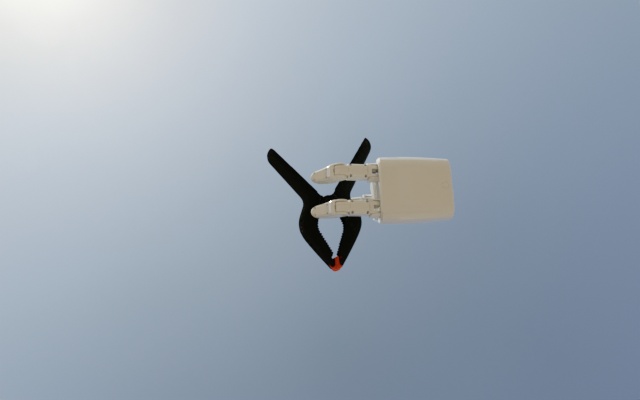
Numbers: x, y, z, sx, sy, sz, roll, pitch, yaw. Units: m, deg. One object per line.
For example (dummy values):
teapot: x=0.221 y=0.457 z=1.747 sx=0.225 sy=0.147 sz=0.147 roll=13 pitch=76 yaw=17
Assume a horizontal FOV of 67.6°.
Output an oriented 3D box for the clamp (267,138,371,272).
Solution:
clamp: x=0.000 y=0.003 z=0.730 sx=0.164 sy=0.210 sz=0.036 roll=-1 pitch=-17 yaw=-2
